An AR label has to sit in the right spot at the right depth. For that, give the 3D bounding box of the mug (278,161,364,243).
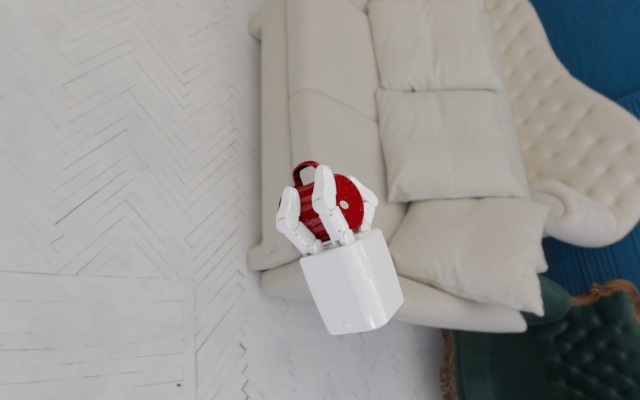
[{"bbox_3d":[0.000,0.001,0.641,0.081,0.117,0.093,-21,-1,42],"label":"mug"}]
